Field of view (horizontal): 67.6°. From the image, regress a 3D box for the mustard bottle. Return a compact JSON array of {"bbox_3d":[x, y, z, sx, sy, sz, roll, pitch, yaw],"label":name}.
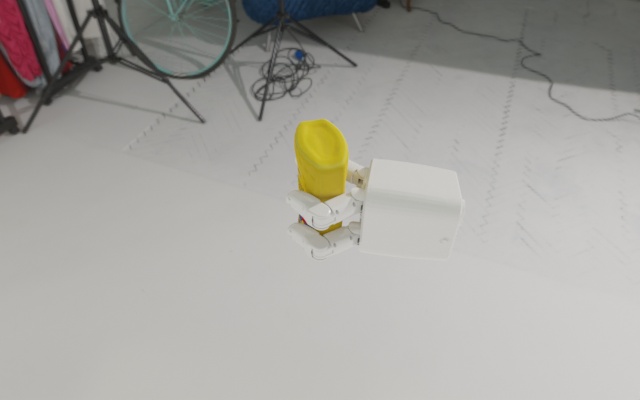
[{"bbox_3d":[0.000,0.002,0.594,0.058,0.192,0.096,-11,45,-11],"label":"mustard bottle"}]
